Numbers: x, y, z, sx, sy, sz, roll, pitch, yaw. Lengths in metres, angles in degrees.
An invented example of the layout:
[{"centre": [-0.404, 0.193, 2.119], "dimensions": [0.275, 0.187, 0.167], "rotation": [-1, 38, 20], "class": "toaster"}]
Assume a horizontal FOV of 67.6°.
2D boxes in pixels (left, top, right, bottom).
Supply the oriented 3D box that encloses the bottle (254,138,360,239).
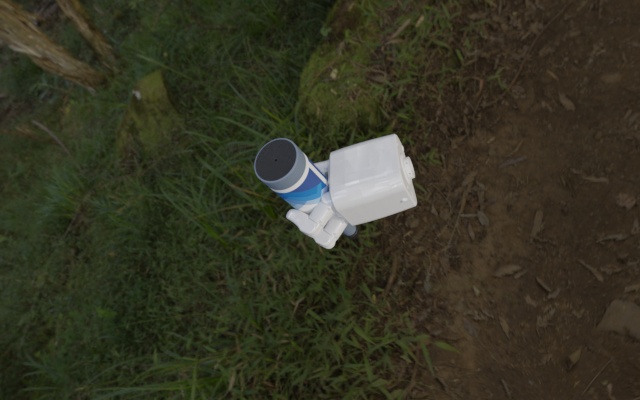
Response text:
[{"centre": [0.000, 0.002, 0.752], "dimensions": [0.069, 0.069, 0.296], "rotation": [0, -22, 26], "class": "bottle"}]
